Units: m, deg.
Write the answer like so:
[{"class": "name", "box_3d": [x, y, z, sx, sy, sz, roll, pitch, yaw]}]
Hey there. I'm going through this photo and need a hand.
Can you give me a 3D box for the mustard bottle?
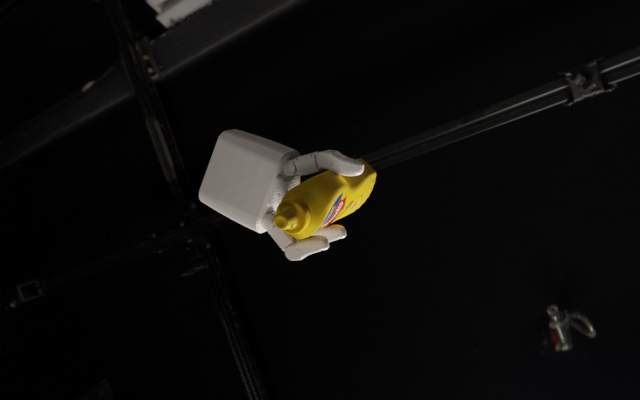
[{"class": "mustard bottle", "box_3d": [0.000, 0.002, 0.609, 0.096, 0.058, 0.191, -50, -13, 29]}]
